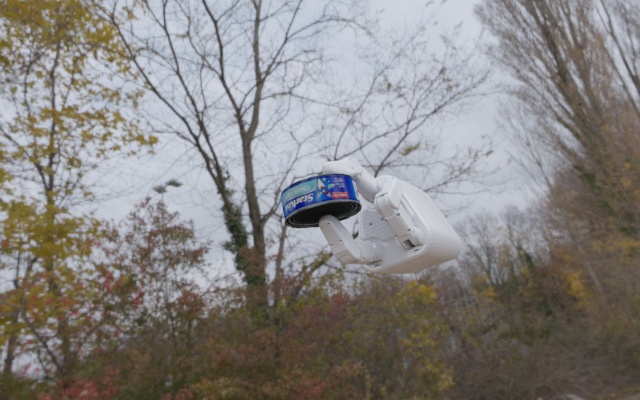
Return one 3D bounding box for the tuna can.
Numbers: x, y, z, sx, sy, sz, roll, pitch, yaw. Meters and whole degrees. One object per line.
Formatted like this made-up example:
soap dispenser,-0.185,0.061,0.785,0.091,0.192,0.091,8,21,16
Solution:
tuna can,0.000,0.001,0.523,0.086,0.033,0.086,-11,-17,-4
